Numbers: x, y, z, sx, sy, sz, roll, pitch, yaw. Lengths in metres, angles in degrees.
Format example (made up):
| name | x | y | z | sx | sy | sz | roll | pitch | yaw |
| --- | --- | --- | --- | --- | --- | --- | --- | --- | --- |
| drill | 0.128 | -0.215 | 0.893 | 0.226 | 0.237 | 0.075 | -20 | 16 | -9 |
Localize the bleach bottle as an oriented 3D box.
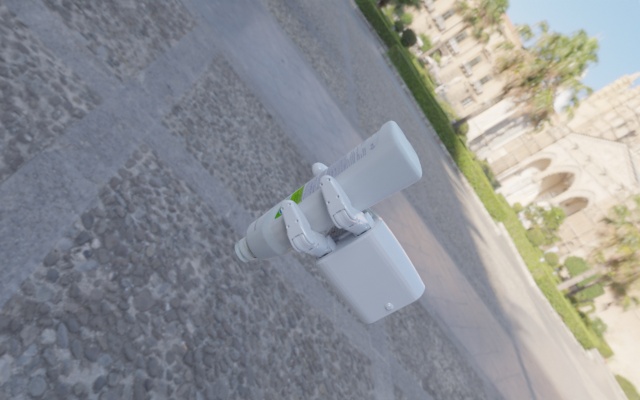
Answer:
| name | x | y | z | sx | sy | sz | roll | pitch | yaw |
| --- | --- | --- | --- | --- | --- | --- | --- | --- | --- |
| bleach bottle | 0.000 | 0.002 | 0.590 | 0.251 | 0.068 | 0.102 | -32 | 14 | 18 |
